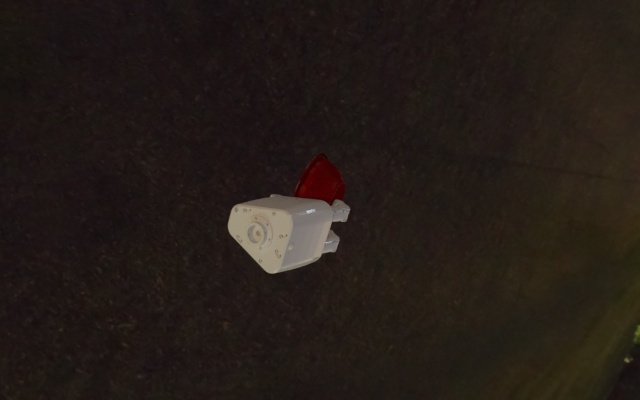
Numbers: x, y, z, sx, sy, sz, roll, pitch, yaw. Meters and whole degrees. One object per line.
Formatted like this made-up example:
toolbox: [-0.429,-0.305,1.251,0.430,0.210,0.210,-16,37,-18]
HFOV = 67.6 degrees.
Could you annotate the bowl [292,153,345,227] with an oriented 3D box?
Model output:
bowl: [0.001,0.002,0.827,0.055,0.162,0.162,21,5,14]
